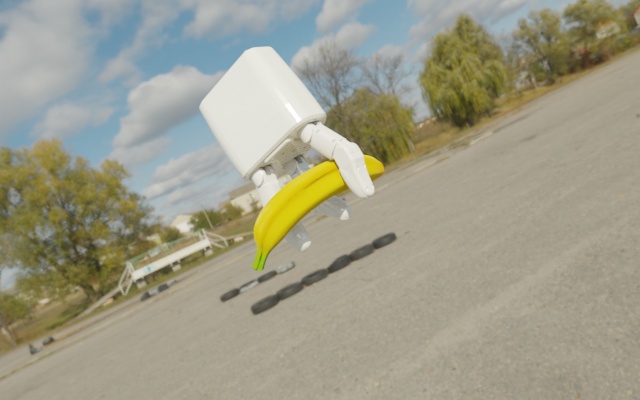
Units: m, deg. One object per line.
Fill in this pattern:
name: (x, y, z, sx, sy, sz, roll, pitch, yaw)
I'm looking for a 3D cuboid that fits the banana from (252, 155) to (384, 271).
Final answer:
banana: (-0.002, -0.007, 0.508, 0.197, 0.037, 0.070, -36, -27, -25)
